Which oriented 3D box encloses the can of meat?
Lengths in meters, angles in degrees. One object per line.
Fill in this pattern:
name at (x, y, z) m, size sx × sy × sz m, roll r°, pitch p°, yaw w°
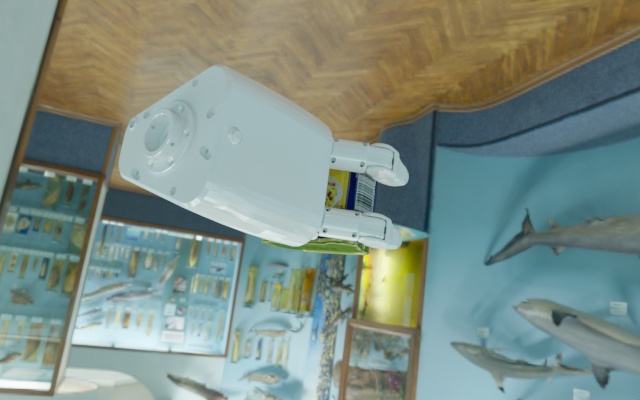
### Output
can of meat at (0.000, 0.002, 0.421) m, size 0.102 × 0.084 × 0.057 m, roll -1°, pitch -15°, yaw 34°
